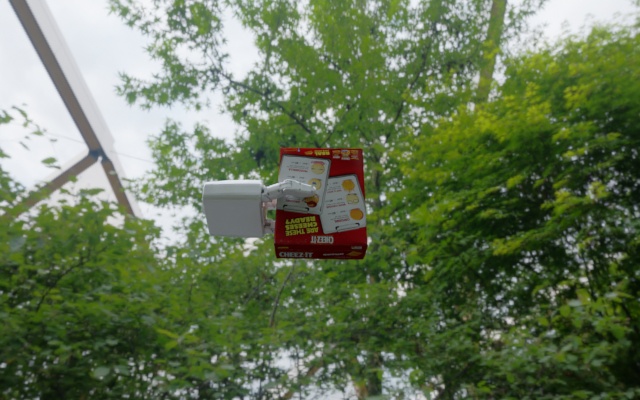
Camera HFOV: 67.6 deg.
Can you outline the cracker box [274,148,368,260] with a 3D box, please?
[{"bbox_3d":[0.000,0.003,0.898,0.164,0.213,0.072,1,-32,-1],"label":"cracker box"}]
